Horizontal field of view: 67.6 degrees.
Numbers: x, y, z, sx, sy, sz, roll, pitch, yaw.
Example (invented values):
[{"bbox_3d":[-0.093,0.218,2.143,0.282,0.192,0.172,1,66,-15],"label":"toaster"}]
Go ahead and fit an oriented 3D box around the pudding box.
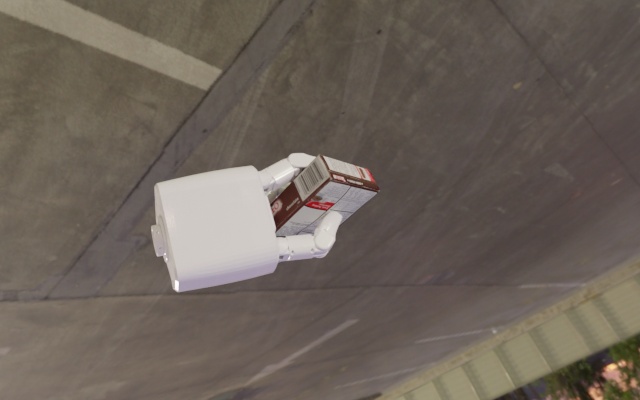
[{"bbox_3d":[0.000,0.002,0.566,0.090,0.039,0.113,11,-43,-46],"label":"pudding box"}]
